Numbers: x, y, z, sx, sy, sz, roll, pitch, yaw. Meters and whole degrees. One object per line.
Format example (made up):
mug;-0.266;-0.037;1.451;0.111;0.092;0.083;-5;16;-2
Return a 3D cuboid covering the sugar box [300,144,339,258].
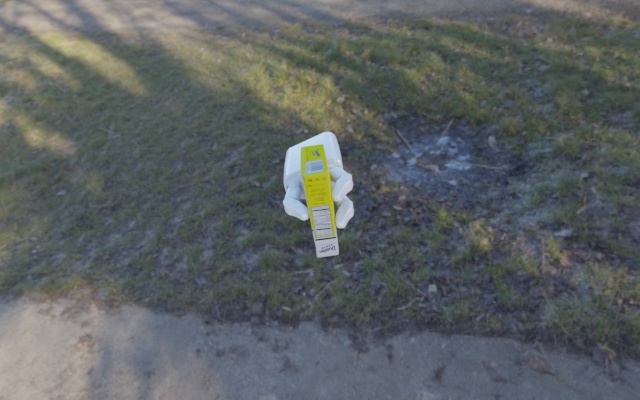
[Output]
sugar box;0.001;0.002;0.822;0.048;0.176;0.093;-10;36;4
